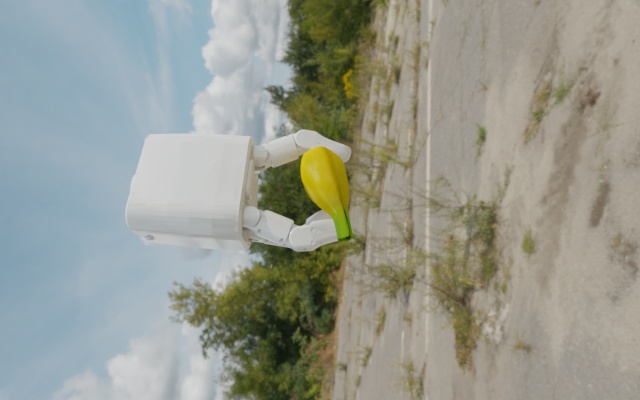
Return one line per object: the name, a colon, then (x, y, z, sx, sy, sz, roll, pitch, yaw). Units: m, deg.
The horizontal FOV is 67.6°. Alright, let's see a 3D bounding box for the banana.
banana: (0.000, -0.016, 0.444, 0.037, 0.069, 0.197, -1, 9, -4)
